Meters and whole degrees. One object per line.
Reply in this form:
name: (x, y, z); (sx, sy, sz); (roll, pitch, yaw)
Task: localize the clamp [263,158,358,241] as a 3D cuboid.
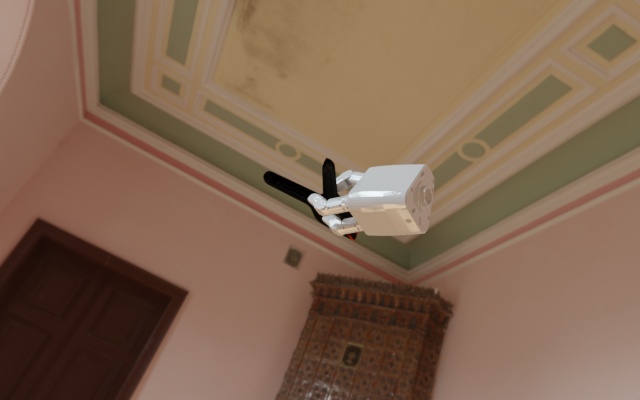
clamp: (0.001, 0.003, 0.885); (0.164, 0.036, 0.210); (-1, -39, 38)
